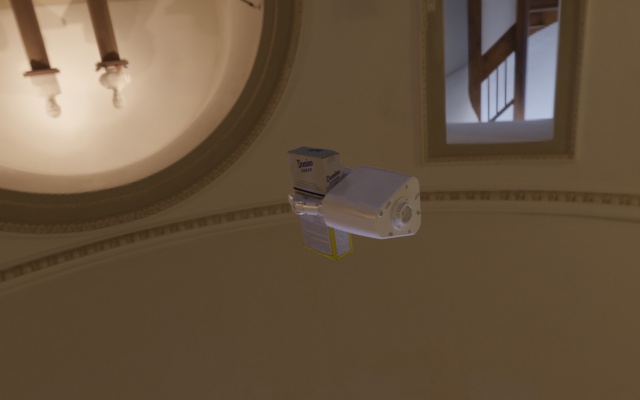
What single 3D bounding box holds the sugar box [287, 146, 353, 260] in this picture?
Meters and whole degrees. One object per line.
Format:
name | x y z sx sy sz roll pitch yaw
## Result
sugar box | 0.001 0.003 0.792 0.048 0.176 0.093 -21 24 -36
